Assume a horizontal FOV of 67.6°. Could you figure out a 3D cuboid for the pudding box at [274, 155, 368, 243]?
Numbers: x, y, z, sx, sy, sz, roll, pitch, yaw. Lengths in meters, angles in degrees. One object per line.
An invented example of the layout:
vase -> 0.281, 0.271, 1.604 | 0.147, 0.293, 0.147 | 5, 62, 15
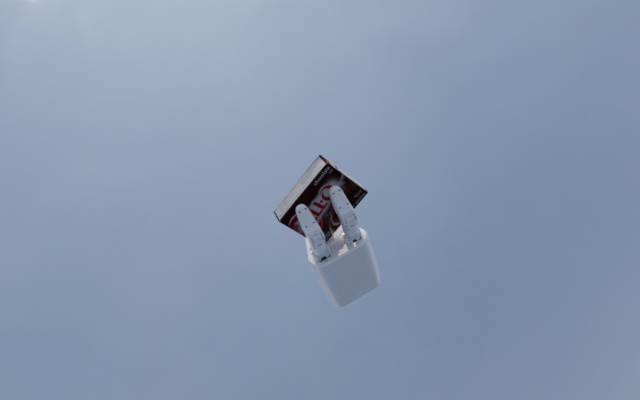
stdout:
pudding box -> 0.000, 0.002, 0.705 | 0.090, 0.113, 0.039 | 33, 9, -35
